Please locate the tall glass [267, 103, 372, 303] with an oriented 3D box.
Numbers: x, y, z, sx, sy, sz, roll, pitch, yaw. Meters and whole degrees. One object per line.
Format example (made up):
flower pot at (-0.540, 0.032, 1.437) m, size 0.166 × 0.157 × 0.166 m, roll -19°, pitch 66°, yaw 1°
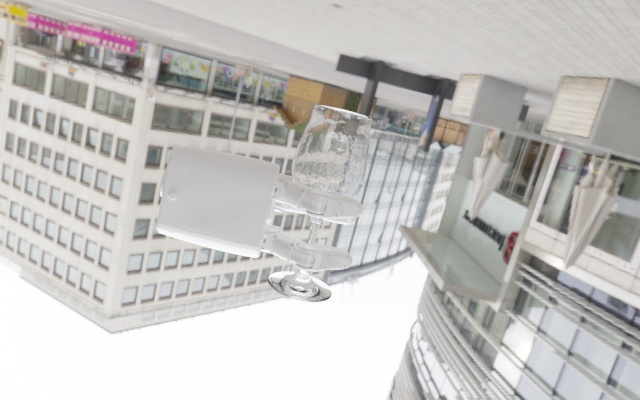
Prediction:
tall glass at (0.000, 0.002, 0.512) m, size 0.079 × 0.201 × 0.079 m, roll 14°, pitch 12°, yaw -3°
